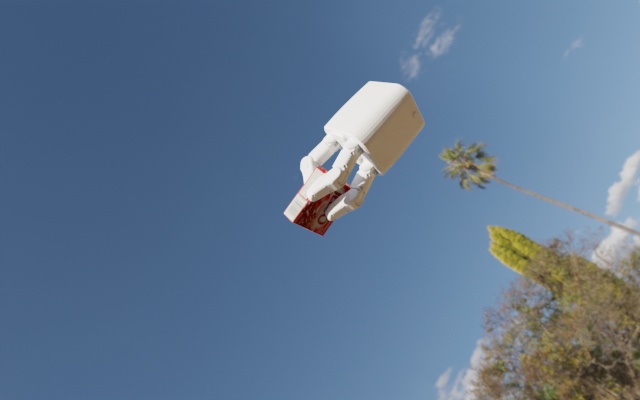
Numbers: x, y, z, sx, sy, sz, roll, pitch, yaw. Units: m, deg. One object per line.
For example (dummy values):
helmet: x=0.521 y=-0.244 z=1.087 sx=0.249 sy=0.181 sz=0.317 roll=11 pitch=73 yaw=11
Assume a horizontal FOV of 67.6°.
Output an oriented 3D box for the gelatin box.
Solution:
gelatin box: x=0.000 y=0.002 z=0.709 sx=0.073 sy=0.089 sz=0.030 roll=29 pitch=10 yaw=-47
